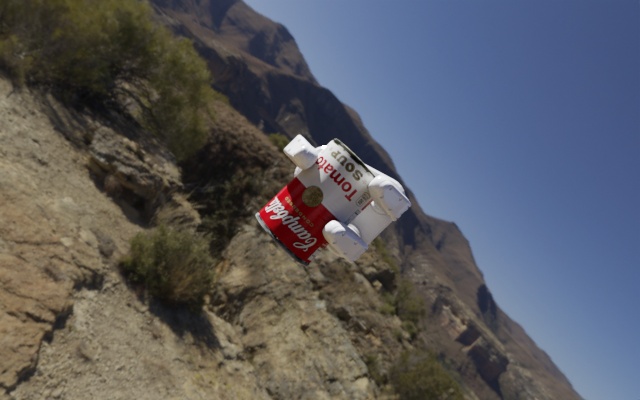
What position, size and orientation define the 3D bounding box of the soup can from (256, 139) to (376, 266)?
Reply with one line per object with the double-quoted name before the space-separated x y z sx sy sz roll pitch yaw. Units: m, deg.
"soup can" 0.000 0.001 0.441 0.102 0.068 0.068 -44 -2 2
